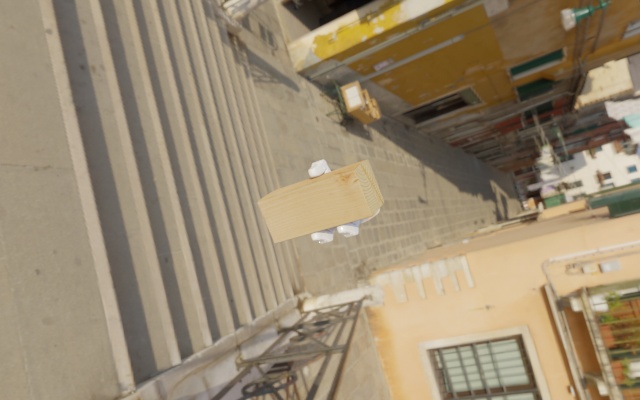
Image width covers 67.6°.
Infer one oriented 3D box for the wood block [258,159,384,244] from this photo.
[{"bbox_3d":[0.000,0.002,0.896,0.206,0.091,0.090,-18,10,25],"label":"wood block"}]
